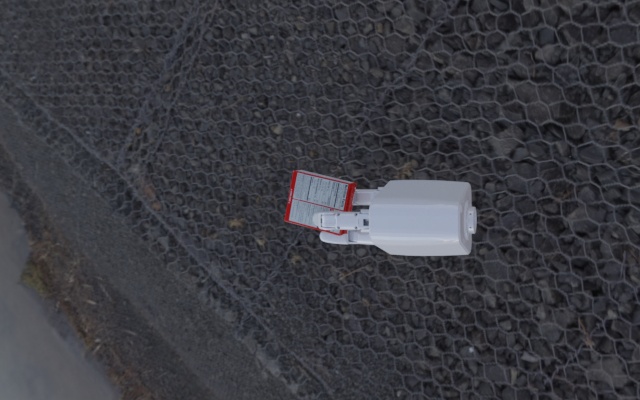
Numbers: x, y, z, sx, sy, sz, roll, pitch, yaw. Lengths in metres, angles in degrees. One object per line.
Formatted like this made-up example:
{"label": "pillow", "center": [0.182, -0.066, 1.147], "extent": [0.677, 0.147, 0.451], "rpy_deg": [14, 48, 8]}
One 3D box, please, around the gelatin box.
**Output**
{"label": "gelatin box", "center": [0.000, 0.002, 0.657], "extent": [0.089, 0.073, 0.030], "rpy_deg": [14, 10, 20]}
